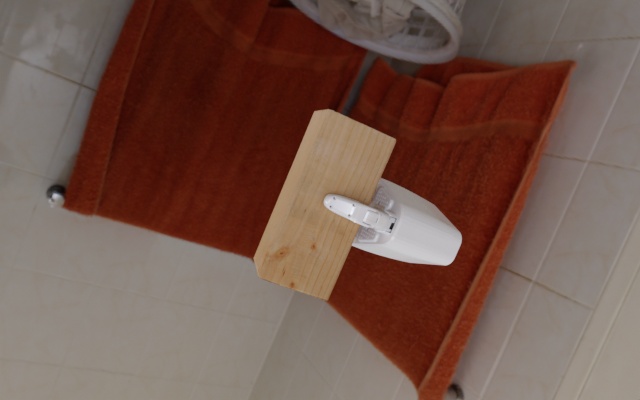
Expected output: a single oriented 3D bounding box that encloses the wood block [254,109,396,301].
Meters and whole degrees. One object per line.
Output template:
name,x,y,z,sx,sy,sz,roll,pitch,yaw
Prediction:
wood block,0.000,0.002,0.584,0.090,0.206,0.091,22,4,-15
